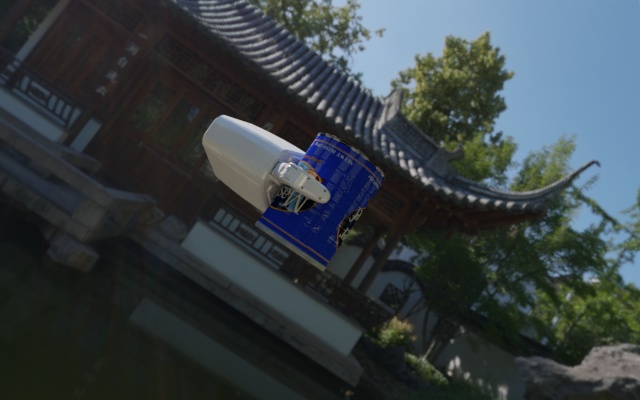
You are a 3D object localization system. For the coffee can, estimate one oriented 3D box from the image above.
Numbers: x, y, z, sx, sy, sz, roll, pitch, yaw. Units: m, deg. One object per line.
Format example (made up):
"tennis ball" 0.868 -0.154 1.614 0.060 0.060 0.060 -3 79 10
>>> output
"coffee can" 0.000 0.002 0.596 0.103 0.140 0.103 34 -6 4
